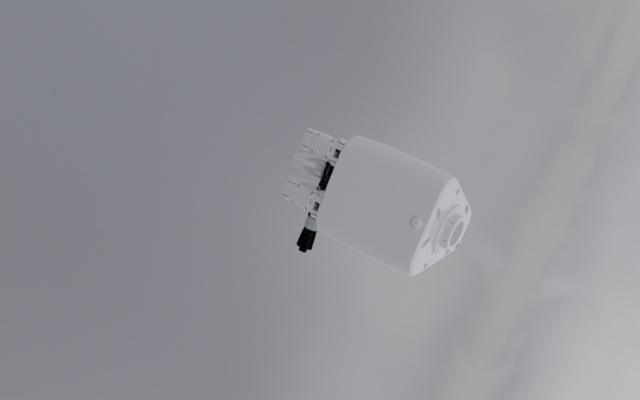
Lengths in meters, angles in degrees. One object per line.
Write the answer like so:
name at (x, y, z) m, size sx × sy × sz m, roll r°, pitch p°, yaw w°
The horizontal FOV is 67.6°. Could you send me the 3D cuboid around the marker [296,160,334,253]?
marker at (0.000, 0.002, 0.531) m, size 0.020 × 0.121 × 0.020 m, roll 20°, pitch 10°, yaw -4°
